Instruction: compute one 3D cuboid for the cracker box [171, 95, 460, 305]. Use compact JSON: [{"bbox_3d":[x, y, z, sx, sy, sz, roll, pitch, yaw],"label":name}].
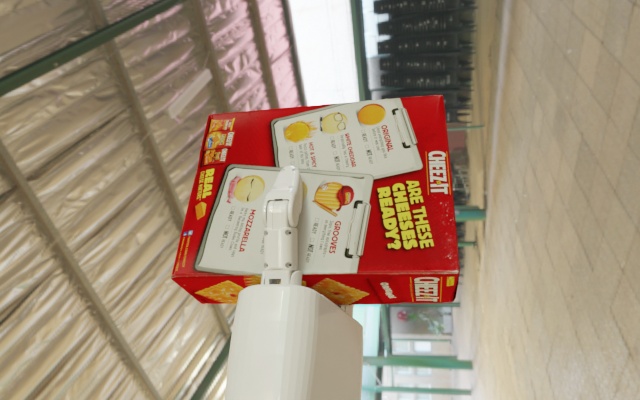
[{"bbox_3d":[0.000,0.001,0.406,0.214,0.164,0.072,-2,-31,11],"label":"cracker box"}]
